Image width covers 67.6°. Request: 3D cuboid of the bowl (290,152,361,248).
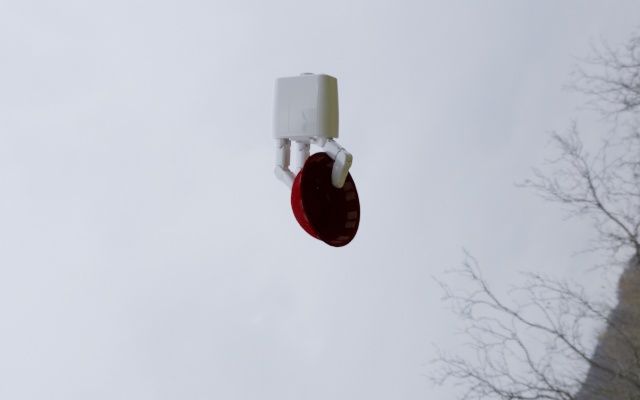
[{"bbox_3d":[0.000,0.004,0.800,0.055,0.162,0.162,-15,-9,37],"label":"bowl"}]
